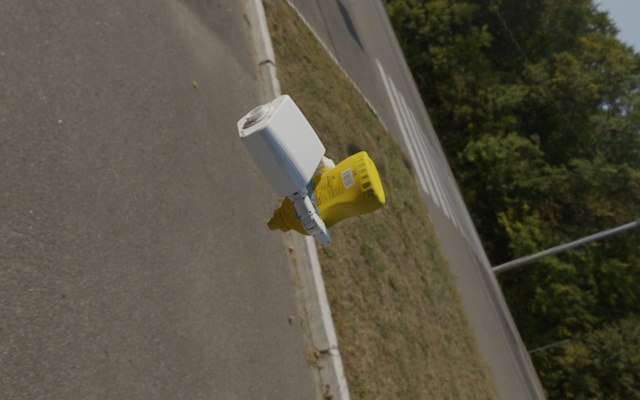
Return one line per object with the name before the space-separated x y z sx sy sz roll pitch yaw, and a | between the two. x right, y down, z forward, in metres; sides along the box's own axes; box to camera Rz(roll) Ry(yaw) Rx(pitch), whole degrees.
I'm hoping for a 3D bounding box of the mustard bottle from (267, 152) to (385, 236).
mustard bottle | 0.001 0.003 0.745 0.191 0.096 0.058 -25 -38 17
